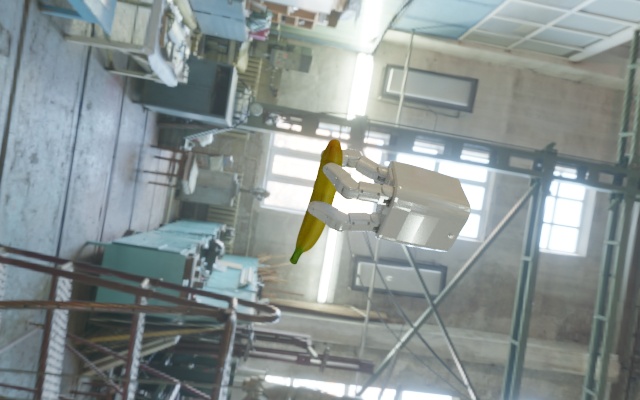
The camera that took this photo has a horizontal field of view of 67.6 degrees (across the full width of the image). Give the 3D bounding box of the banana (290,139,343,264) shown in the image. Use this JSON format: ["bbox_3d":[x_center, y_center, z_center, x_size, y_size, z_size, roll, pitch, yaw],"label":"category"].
[{"bbox_3d":[0.001,-0.001,0.703,0.037,0.198,0.069,17,20,0],"label":"banana"}]
